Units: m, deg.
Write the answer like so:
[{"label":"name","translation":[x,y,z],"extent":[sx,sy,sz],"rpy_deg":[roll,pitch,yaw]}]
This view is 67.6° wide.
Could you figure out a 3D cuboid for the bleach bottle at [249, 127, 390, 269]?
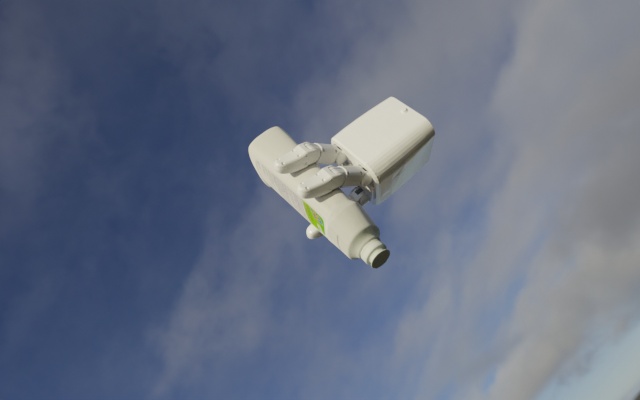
[{"label":"bleach bottle","translation":[0.000,0.002,0.630],"extent":[0.250,0.068,0.103],"rpy_deg":[45,-12,37]}]
